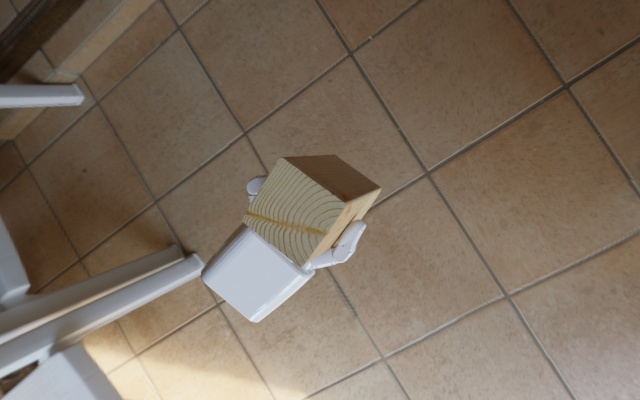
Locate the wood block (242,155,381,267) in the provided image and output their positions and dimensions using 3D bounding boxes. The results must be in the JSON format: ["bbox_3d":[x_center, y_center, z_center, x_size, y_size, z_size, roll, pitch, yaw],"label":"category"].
[{"bbox_3d":[0.000,0.003,0.609,0.091,0.090,0.206,37,16,10],"label":"wood block"}]
